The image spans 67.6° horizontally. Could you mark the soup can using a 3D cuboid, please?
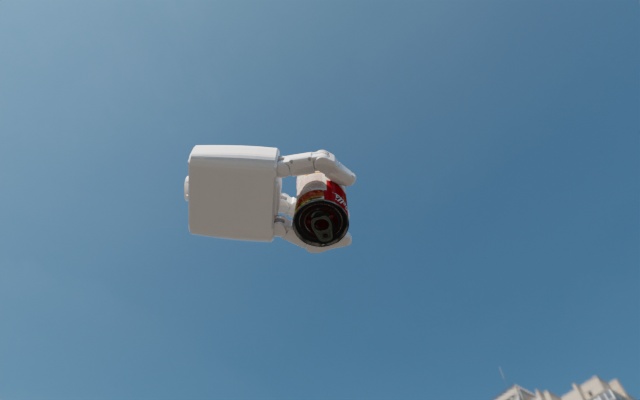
[{"bbox_3d":[0.001,0.002,0.609,0.068,0.068,0.102,0,32,0],"label":"soup can"}]
